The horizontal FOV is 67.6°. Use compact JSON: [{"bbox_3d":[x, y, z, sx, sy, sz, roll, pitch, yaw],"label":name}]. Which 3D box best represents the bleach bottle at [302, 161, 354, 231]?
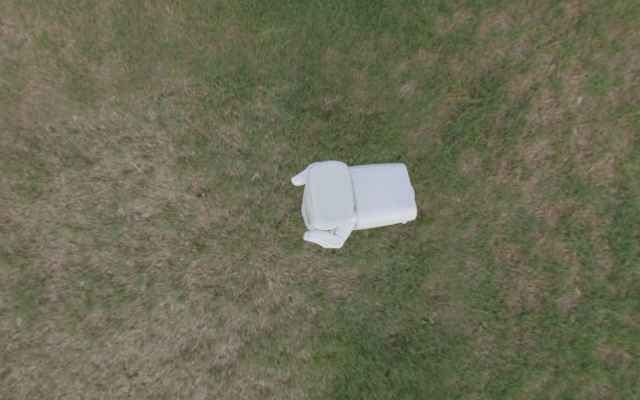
[{"bbox_3d":[0.000,0.003,0.840,0.068,0.102,0.251,-7,-5,-9],"label":"bleach bottle"}]
